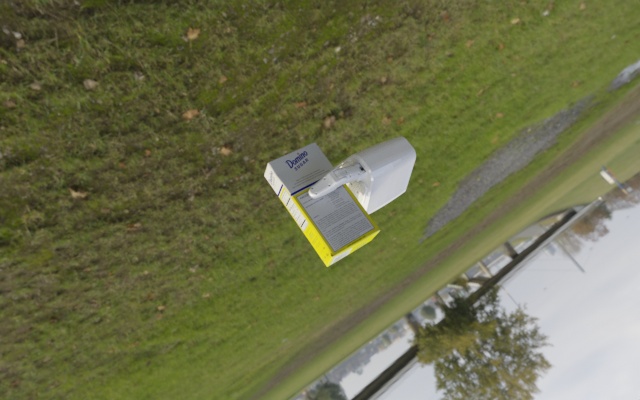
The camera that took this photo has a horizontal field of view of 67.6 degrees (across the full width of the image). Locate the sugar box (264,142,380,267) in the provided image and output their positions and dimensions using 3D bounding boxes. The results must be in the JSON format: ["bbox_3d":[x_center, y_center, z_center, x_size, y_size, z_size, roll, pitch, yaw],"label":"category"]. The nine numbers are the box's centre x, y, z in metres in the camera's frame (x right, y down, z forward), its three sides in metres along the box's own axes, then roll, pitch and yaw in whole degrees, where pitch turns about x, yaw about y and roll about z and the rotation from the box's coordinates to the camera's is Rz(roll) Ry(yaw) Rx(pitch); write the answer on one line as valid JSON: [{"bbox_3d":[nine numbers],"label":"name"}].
[{"bbox_3d":[0.000,0.003,0.729,0.093,0.176,0.048,-27,-19,-28],"label":"sugar box"}]
